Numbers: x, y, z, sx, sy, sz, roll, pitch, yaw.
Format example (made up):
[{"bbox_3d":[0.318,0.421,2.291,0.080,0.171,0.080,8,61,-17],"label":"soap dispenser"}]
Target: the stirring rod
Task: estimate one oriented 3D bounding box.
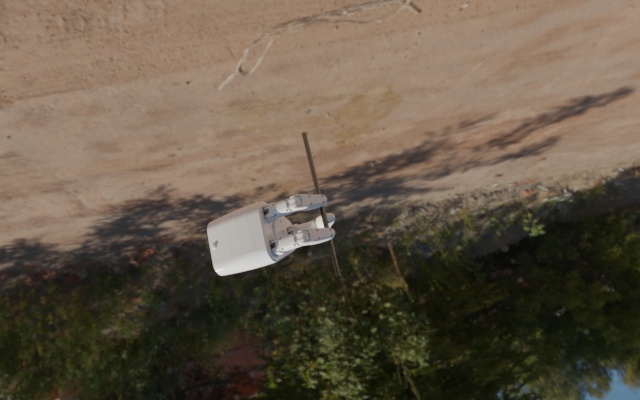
[{"bbox_3d":[0.000,0.002,0.755,0.011,0.239,0.011,-13,-14,-3],"label":"stirring rod"}]
